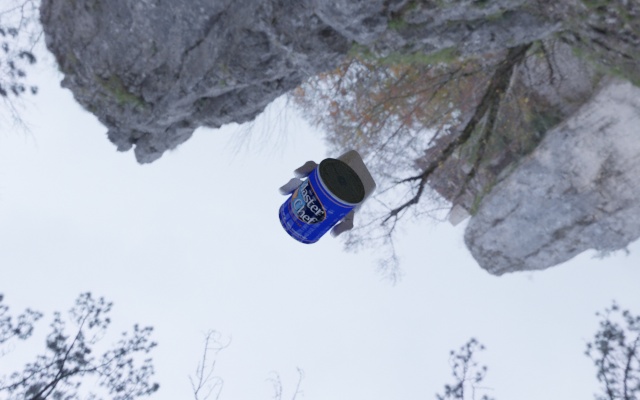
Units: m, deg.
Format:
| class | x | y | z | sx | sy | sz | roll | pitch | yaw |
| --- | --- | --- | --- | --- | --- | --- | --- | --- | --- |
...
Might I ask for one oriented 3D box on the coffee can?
| class | x | y | z | sx | sy | sz | roll | pitch | yaw |
| --- | --- | --- | --- | --- | --- | --- | --- | --- | --- |
| coffee can | 0.000 | 0.003 | 0.894 | 0.103 | 0.102 | 0.140 | 0 | -35 | -44 |
